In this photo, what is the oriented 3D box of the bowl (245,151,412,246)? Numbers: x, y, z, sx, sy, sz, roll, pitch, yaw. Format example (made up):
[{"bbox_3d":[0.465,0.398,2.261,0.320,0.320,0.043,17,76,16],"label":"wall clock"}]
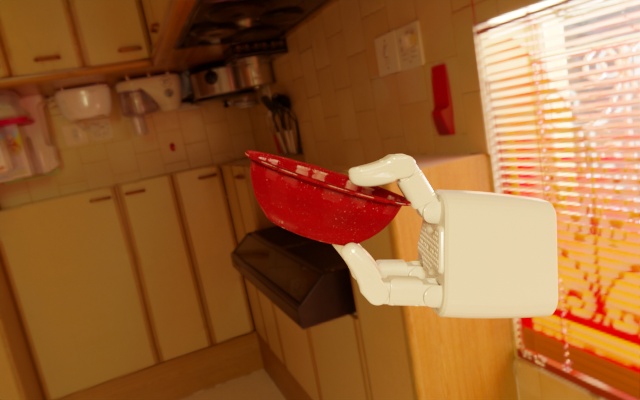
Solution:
[{"bbox_3d":[-0.001,0.001,0.452,0.162,0.055,0.162,17,7,-2],"label":"bowl"}]
